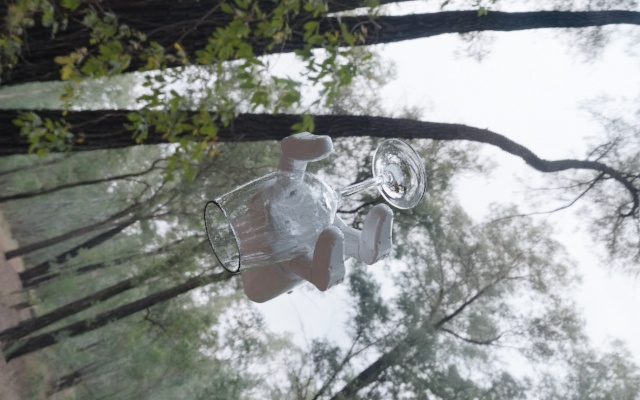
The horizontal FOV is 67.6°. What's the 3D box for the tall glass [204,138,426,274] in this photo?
[{"bbox_3d":[0.001,0.001,0.432,0.201,0.079,0.079,-20,11,-33],"label":"tall glass"}]
